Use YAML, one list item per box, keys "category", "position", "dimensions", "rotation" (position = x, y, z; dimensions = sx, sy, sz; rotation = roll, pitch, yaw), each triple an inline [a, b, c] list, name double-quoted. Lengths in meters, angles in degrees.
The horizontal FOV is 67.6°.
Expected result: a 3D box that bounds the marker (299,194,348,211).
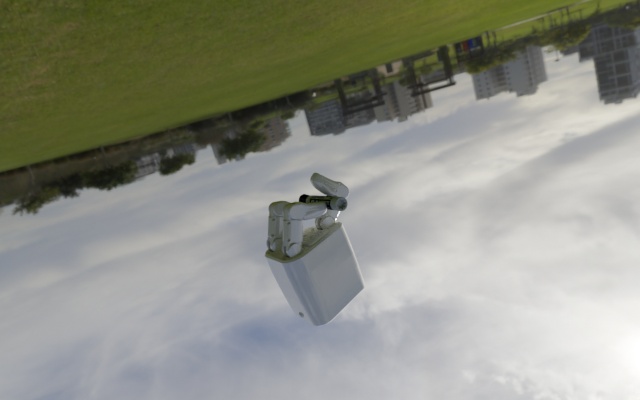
- category: "marker"
  position: [0.000, 0.002, 0.674]
  dimensions: [0.020, 0.020, 0.121]
  rotation: [0, 2, -27]
